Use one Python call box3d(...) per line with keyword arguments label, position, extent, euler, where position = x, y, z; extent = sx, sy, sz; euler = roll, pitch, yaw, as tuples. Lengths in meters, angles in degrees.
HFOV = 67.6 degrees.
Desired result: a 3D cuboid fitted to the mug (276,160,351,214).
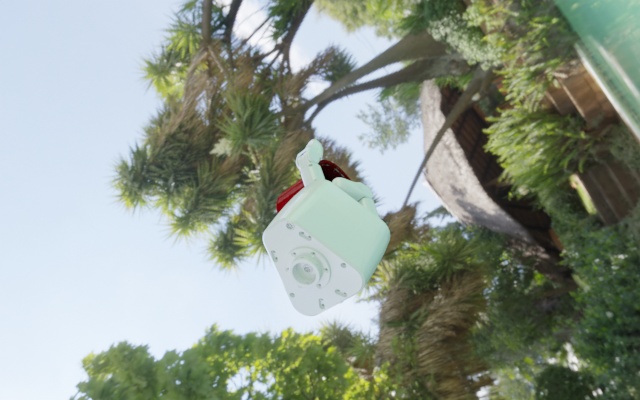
box3d(label="mug", position=(0.000, 0.002, 0.643), extent=(0.081, 0.093, 0.117), euler=(-34, 7, 28))
